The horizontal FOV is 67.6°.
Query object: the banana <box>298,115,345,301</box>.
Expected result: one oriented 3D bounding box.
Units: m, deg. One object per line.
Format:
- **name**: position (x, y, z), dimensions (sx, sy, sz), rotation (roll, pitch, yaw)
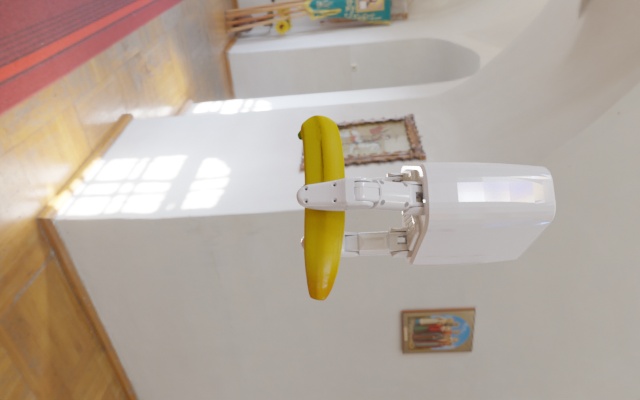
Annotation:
- **banana**: position (0.002, -0.012, 0.428), dimensions (0.037, 0.197, 0.070), rotation (1, -37, -6)
